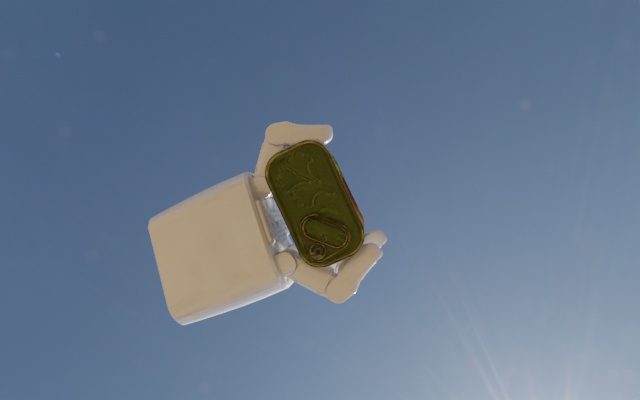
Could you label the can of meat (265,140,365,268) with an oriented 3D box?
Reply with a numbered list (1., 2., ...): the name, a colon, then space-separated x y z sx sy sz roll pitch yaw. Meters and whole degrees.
1. can of meat: 0.000 0.001 0.427 0.057 0.102 0.084 -25 -1 7
